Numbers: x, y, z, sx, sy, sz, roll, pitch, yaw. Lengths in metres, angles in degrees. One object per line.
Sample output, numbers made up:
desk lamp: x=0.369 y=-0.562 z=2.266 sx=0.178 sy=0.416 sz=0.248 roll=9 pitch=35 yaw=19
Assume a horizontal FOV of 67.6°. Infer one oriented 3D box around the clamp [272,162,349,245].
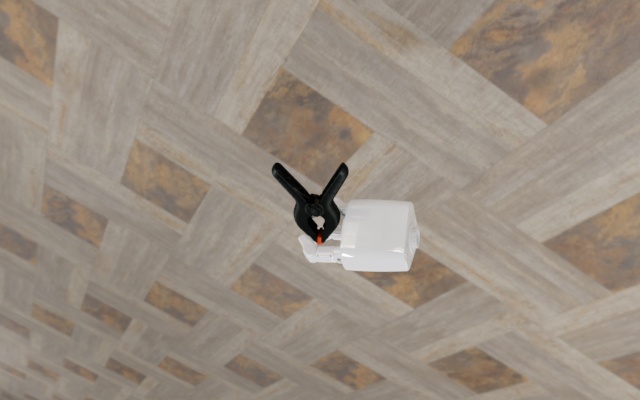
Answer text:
clamp: x=0.000 y=0.003 z=0.778 sx=0.120 sy=0.172 sz=0.039 roll=-2 pitch=44 yaw=21
